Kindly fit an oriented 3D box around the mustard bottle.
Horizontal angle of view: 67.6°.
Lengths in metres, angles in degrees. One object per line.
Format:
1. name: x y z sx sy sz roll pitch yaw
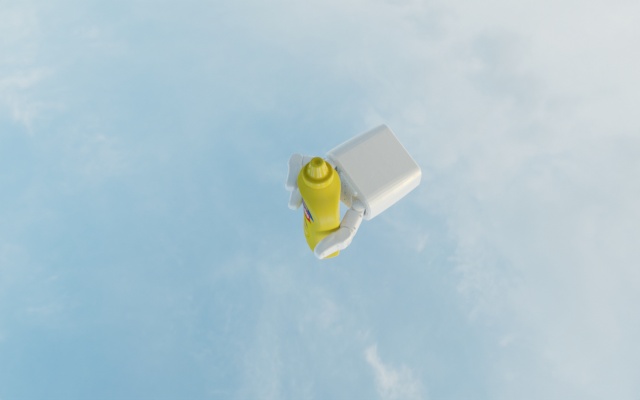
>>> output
1. mustard bottle: 0.000 0.003 0.685 0.058 0.096 0.192 -10 -32 -5
